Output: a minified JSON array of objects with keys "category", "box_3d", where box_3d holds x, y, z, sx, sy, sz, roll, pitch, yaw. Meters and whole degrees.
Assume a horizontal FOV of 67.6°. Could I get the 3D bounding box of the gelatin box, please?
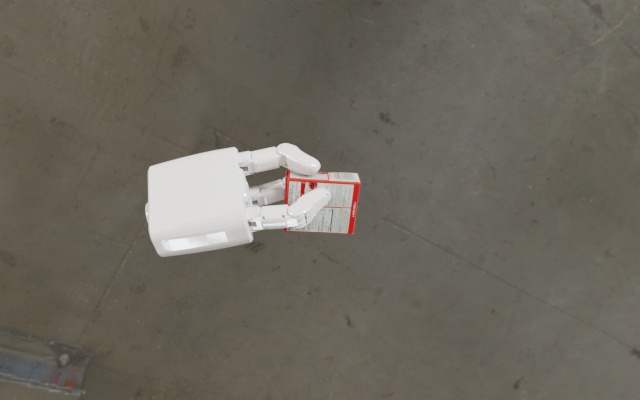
[{"category":"gelatin box","box_3d":[0.000,0.002,0.581,0.089,0.073,0.030,3,29,-4]}]
